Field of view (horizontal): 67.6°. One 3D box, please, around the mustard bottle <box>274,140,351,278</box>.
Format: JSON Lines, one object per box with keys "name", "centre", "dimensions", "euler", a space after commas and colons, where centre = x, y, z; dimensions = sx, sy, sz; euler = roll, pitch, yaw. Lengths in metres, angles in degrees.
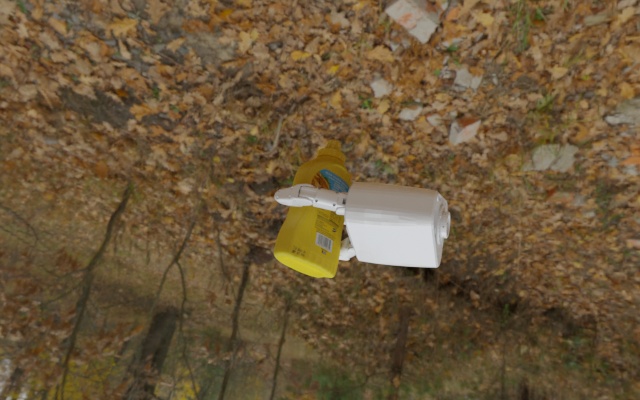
{"name": "mustard bottle", "centre": [0.000, 0.002, 0.656], "dimensions": [0.058, 0.191, 0.096], "euler": [-8, -30, 43]}
